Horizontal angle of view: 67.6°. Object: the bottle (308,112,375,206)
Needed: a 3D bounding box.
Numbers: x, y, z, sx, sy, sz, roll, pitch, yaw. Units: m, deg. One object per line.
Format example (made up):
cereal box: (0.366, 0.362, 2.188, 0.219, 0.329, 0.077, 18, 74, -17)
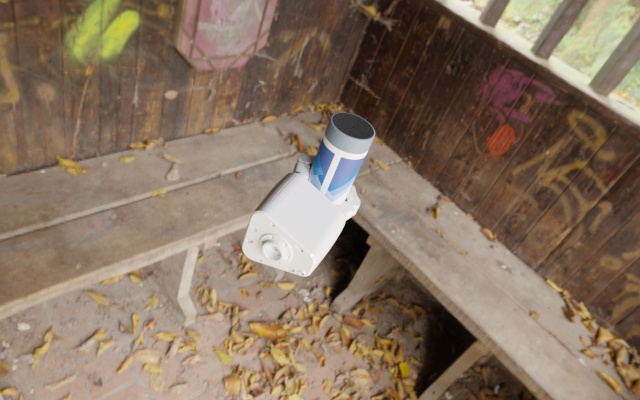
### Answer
bottle: (0.000, 0.002, 0.754, 0.069, 0.296, 0.069, 14, 39, -12)
